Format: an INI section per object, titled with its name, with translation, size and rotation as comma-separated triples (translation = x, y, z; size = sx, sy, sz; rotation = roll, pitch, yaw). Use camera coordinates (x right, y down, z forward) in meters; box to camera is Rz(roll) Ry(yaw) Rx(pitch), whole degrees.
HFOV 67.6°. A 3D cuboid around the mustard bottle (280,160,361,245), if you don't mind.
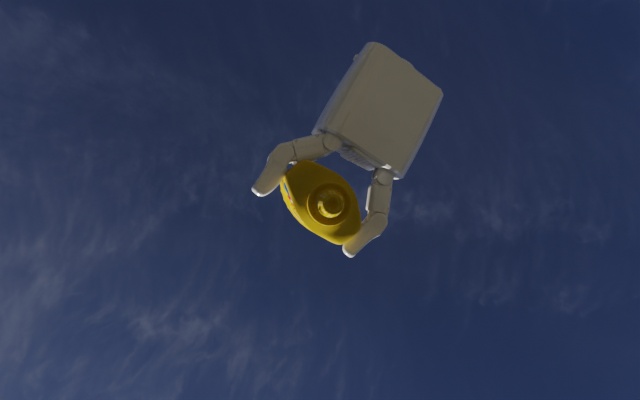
[mustard bottle]
translation = 0.000, 0.002, 0.508
size = 0.058, 0.096, 0.191
rotation = -37, 5, -5
